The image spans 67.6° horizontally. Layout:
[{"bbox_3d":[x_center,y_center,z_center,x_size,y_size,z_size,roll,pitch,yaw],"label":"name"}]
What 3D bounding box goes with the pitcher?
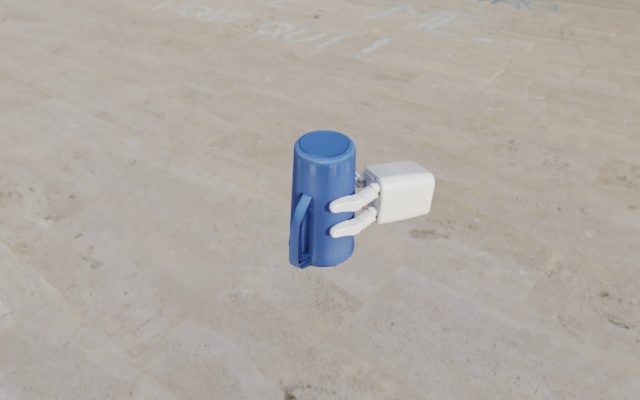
[{"bbox_3d":[0.000,0.003,0.885,0.145,0.243,0.149,-8,39,-11],"label":"pitcher"}]
